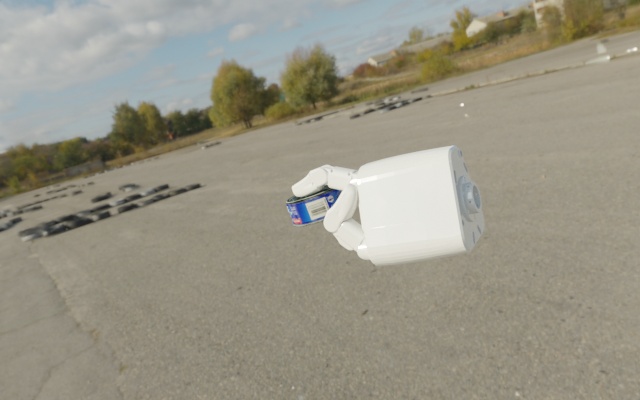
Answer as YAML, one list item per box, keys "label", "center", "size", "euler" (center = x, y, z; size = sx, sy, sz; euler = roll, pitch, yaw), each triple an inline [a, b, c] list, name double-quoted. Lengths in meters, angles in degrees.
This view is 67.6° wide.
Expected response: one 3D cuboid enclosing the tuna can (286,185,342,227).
- label: "tuna can"
  center: [0.000, 0.001, 0.609]
  size: [0.086, 0.034, 0.086]
  euler: [-20, 9, 3]
